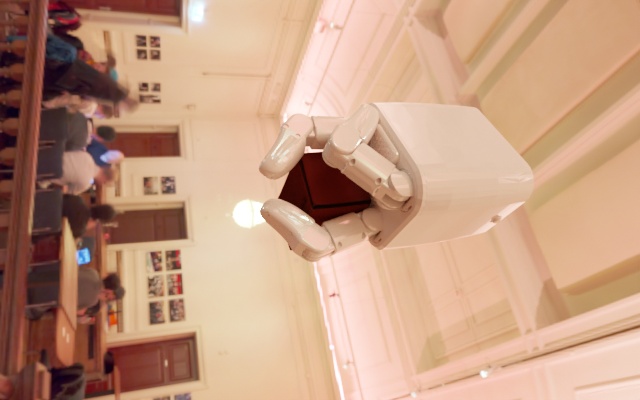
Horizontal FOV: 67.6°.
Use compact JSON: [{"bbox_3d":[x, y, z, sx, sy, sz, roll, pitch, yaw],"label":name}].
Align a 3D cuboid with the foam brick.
[{"bbox_3d":[0.000,0.001,0.403,0.051,0.053,0.078,-6,-27,-22],"label":"foam brick"}]
